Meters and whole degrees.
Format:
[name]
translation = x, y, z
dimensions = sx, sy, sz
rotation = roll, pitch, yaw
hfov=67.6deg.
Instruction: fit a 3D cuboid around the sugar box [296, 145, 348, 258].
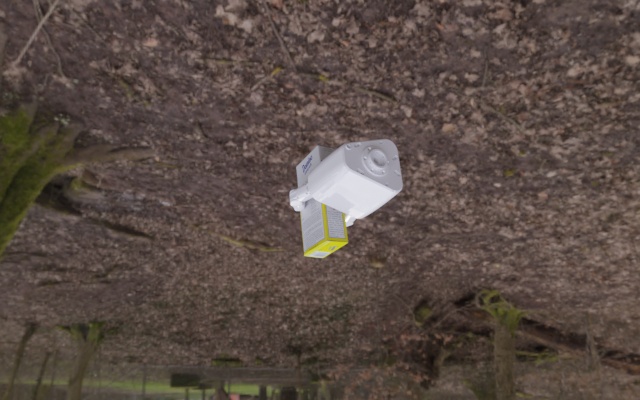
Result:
[sugar box]
translation = 0.001, 0.003, 0.832
dimensions = 0.048, 0.176, 0.093
rotation = 9, -26, -27
